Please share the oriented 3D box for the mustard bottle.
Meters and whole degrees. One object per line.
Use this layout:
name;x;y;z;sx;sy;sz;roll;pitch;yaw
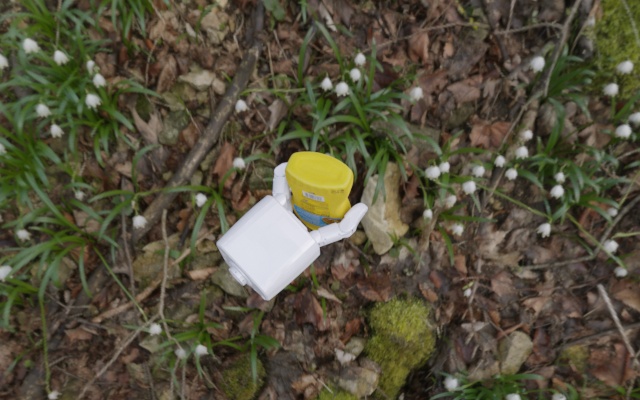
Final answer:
mustard bottle;0.000;0.002;0.748;0.096;0.058;0.192;16;-27;11
